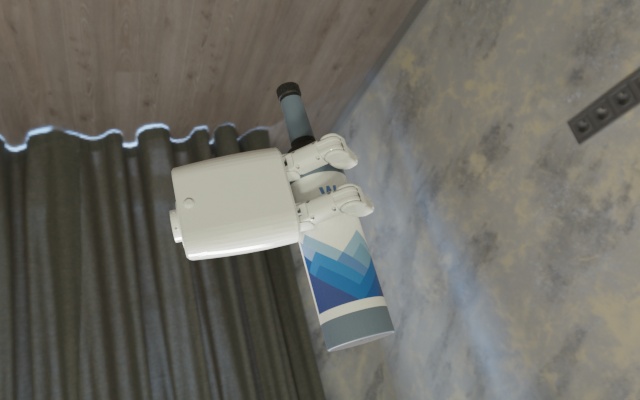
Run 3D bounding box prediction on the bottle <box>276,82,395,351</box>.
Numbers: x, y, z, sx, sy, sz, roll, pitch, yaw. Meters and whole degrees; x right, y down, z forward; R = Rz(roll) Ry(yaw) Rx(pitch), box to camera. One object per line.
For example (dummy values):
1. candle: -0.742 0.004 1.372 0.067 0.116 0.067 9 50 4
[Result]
1. bottle: 0.000 0.002 0.503 0.069 0.295 0.069 -14 -21 -6
